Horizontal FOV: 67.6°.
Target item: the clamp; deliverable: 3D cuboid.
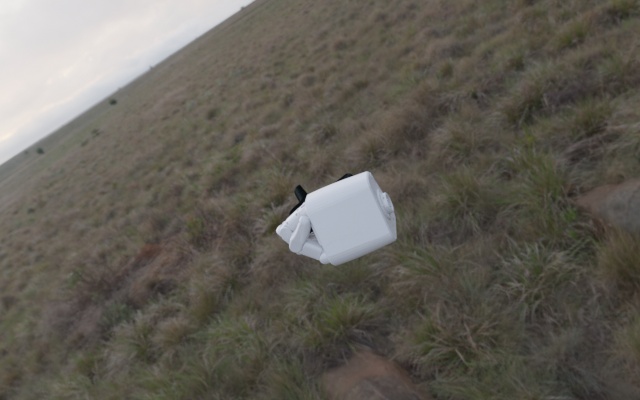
[{"bbox_3d":[0.000,0.002,0.834,0.120,0.039,0.171,-22,25,17],"label":"clamp"}]
